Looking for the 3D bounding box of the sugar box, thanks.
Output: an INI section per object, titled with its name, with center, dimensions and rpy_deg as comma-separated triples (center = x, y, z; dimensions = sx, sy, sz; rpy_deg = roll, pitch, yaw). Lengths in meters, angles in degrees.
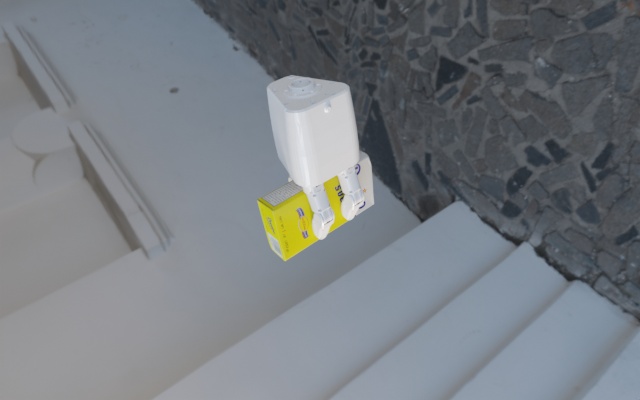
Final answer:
[sugar box]
center = 0.000, 0.002, 0.688
dimensions = 0.176, 0.093, 0.048
rpy_deg = -30, 40, -25
